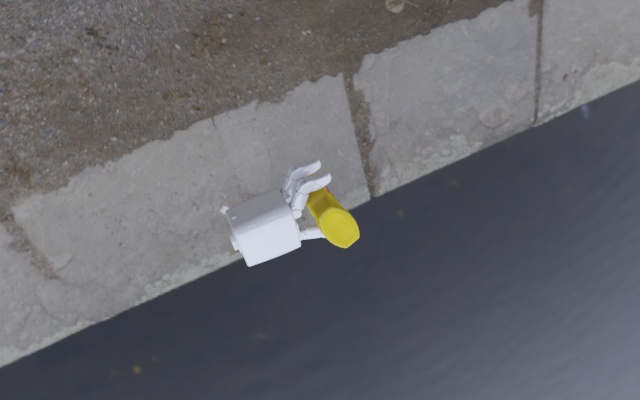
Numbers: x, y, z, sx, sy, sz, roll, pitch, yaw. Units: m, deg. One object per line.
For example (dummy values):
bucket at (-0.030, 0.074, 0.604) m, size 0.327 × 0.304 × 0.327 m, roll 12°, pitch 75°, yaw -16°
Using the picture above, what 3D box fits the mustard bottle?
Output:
mustard bottle at (0.001, 0.003, 0.874) m, size 0.096 × 0.058 × 0.191 m, roll 46°, pitch 5°, yaw -36°
